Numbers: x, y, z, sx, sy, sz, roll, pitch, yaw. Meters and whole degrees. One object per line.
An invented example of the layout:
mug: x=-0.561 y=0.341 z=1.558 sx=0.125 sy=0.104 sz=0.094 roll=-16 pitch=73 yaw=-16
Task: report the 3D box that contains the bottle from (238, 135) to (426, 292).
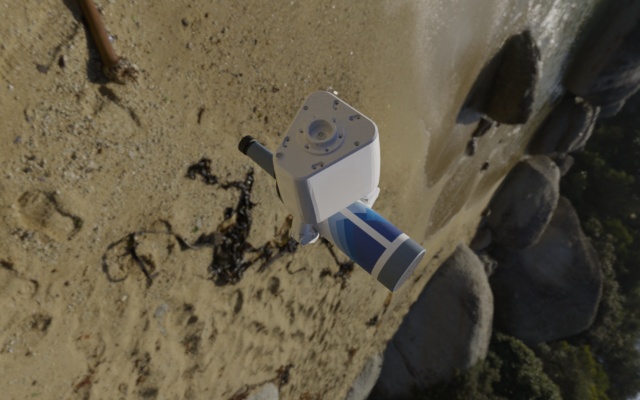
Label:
bottle: x=0.000 y=0.002 z=0.634 sx=0.295 sy=0.069 sz=0.069 roll=38 pitch=15 yaw=20
